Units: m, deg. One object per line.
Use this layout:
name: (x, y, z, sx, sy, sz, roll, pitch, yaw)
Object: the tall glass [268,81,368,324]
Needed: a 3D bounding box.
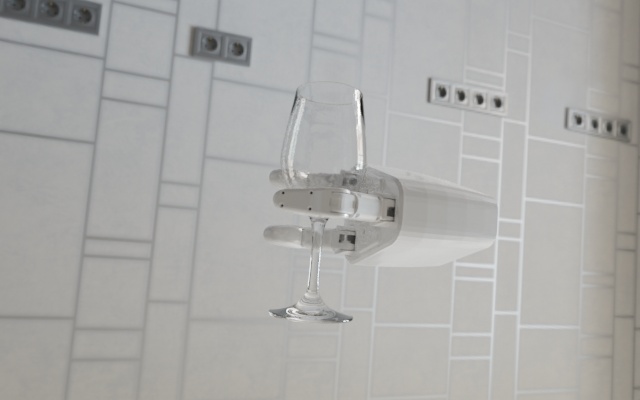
tall glass: (0.000, 0.002, 0.424, 0.079, 0.201, 0.079, 4, -5, 0)
